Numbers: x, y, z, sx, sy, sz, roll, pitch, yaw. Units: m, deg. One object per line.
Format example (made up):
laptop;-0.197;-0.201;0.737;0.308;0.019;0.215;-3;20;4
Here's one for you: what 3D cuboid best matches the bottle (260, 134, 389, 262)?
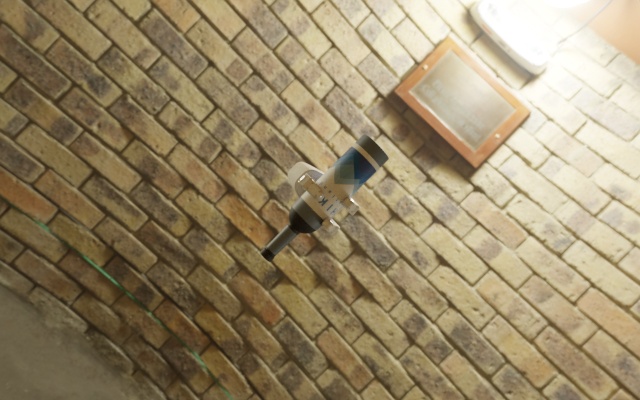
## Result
bottle;0.000;0.003;0.894;0.296;0.069;0.069;-45;1;1
